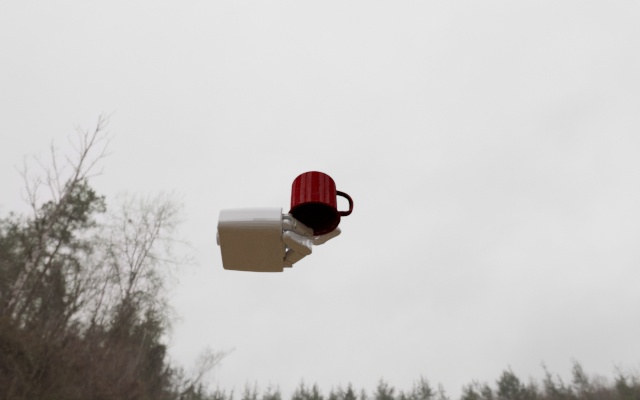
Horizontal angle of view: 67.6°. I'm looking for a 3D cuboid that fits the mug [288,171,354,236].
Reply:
[{"bbox_3d":[0.002,0.003,0.837,0.117,0.081,0.093,1,-42,-2],"label":"mug"}]
